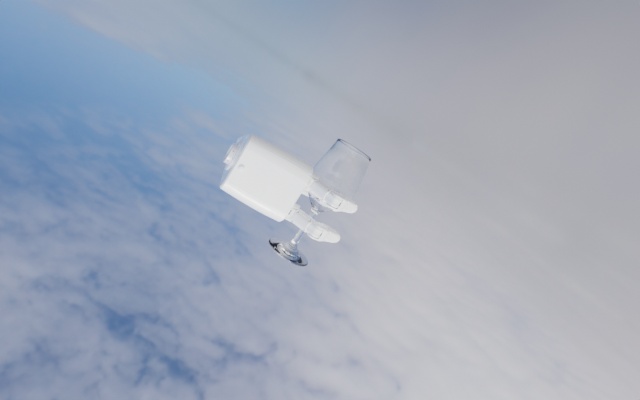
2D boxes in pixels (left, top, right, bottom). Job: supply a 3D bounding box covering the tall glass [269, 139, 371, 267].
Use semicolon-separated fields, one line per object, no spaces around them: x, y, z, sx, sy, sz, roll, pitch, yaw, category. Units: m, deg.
0.000;0.003;0.756;0.079;0.201;0.079;32;12;-7;tall glass
